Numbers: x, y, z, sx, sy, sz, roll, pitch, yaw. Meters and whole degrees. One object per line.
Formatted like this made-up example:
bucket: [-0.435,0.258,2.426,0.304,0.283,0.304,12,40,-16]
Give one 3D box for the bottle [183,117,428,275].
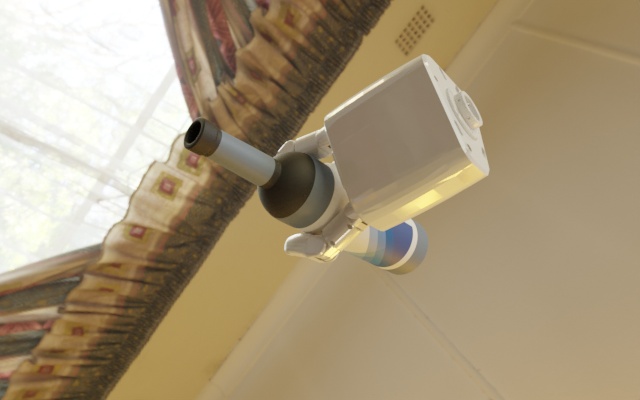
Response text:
bottle: [0.000,0.002,0.461,0.069,0.069,0.296,0,-21,45]
